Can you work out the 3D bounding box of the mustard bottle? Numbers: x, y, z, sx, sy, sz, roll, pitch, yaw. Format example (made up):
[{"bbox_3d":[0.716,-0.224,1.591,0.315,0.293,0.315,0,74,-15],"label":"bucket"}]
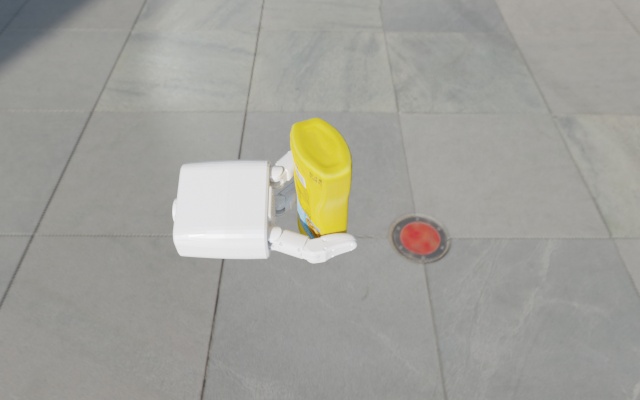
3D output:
[{"bbox_3d":[0.000,0.002,0.574,0.058,0.096,0.192,-19,-37,-15],"label":"mustard bottle"}]
